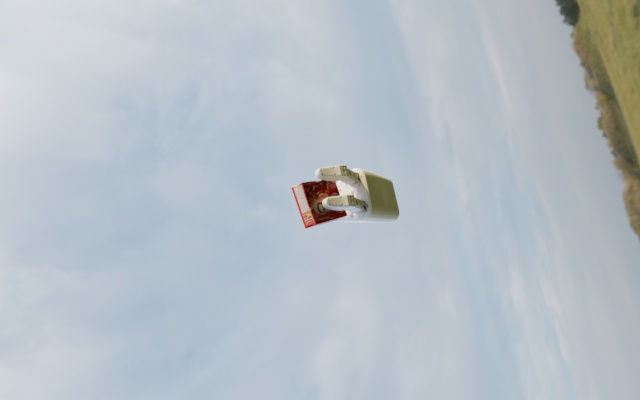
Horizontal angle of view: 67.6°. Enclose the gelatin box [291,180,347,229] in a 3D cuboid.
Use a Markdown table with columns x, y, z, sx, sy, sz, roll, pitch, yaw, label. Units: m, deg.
| x | y | z | sx | sy | sz | roll | pitch | yaw | label |
| --- | --- | --- | --- | --- | --- | --- | --- | --- | --- |
| 0.000 | 0.003 | 0.810 | 0.030 | 0.073 | 0.089 | -24 | -8 | 41 | gelatin box |
